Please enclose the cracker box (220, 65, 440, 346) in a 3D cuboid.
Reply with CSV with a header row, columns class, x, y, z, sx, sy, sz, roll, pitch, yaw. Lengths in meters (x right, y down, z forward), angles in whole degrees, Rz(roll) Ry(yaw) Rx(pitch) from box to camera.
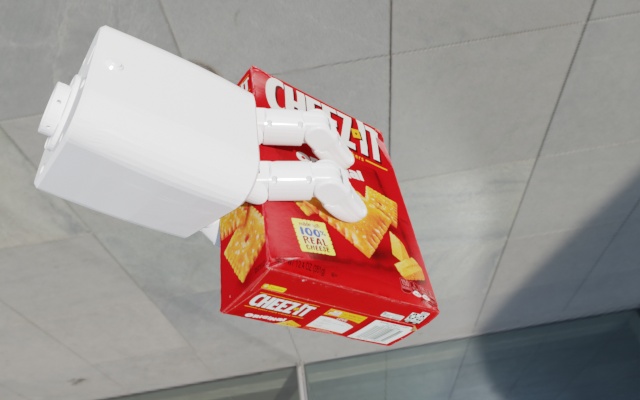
class,x,y,z,sx,sy,sz,roll,pitch,yaw
cracker box,0.000,0.002,0.408,0.164,0.213,0.072,21,-48,-33
